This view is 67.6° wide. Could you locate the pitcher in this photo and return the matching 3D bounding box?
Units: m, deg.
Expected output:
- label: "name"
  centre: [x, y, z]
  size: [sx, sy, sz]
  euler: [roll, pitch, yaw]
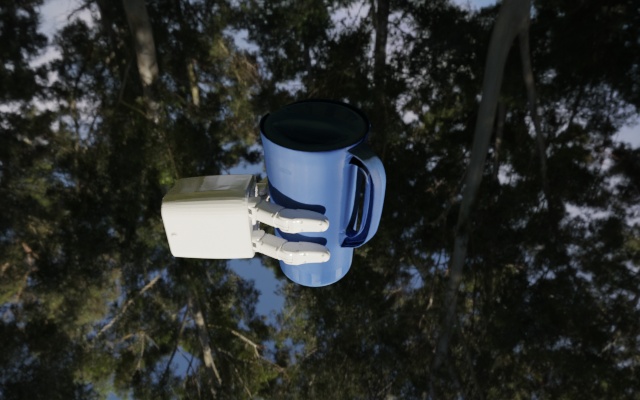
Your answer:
- label: "pitcher"
  centre: [0.000, 0.002, 0.634]
  size: [0.145, 0.243, 0.149]
  euler: [-1, 38, -1]
